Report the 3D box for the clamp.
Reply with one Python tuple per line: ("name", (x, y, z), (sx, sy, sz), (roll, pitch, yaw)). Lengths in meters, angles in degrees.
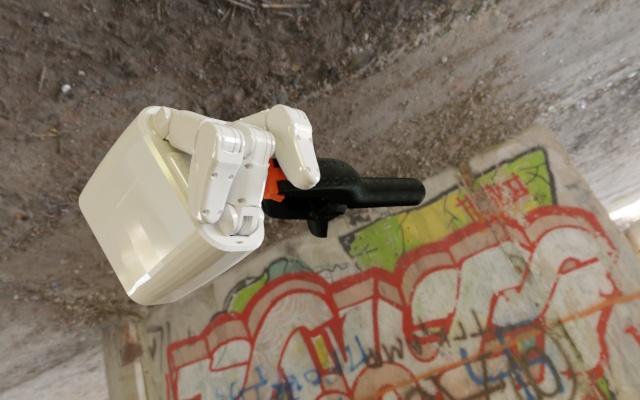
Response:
("clamp", (0.000, 0.002, 0.400), (0.120, 0.039, 0.171), (-32, -28, 33))
